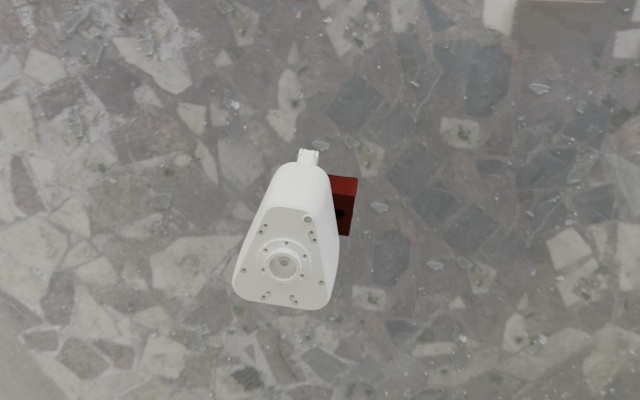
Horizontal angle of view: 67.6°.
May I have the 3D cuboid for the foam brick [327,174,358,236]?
[{"bbox_3d":[0.000,0.002,0.542,0.078,0.053,0.051,8,27,1],"label":"foam brick"}]
